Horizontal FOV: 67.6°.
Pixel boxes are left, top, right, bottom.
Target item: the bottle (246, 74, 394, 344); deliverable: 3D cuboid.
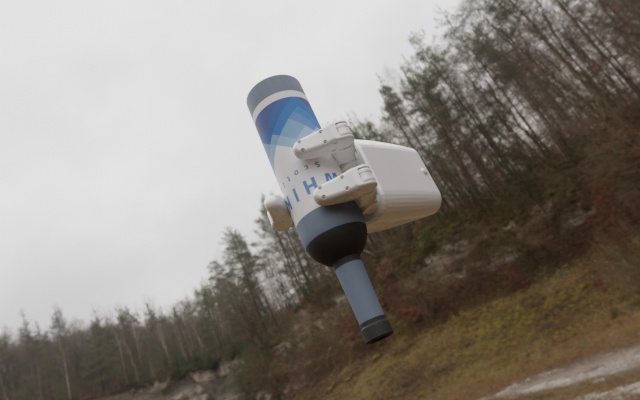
[{"bbox_3d":[0.000,0.001,0.490,0.069,0.295,0.069,-19,-24,-9],"label":"bottle"}]
